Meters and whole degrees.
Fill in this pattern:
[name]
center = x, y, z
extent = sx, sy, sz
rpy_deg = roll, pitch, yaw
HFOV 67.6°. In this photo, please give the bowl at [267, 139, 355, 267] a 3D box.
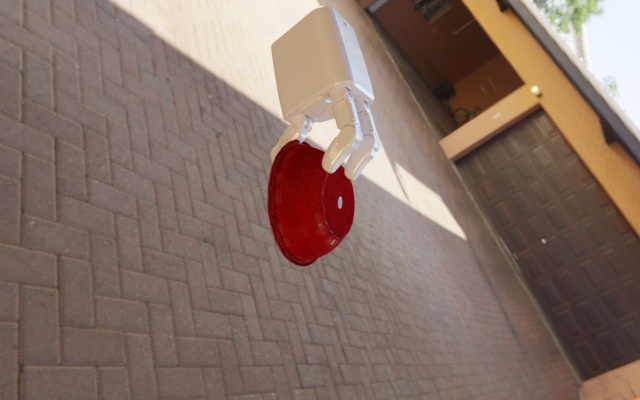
[bowl]
center = 0.001, 0.003, 0.597
extent = 0.055, 0.162, 0.162
rpy_deg = -3, -1, 28
